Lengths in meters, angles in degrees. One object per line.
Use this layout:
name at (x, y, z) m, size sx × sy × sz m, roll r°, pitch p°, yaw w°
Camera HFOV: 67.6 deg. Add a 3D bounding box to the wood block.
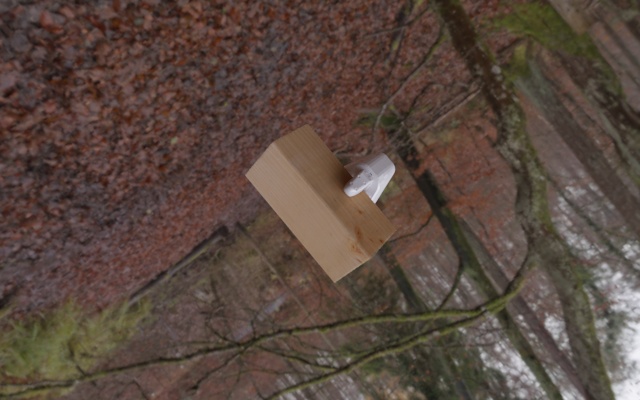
wood block at (0.001, 0.002, 0.701) m, size 0.091 × 0.206 × 0.090 m, roll -42°, pitch -3°, yaw 42°
